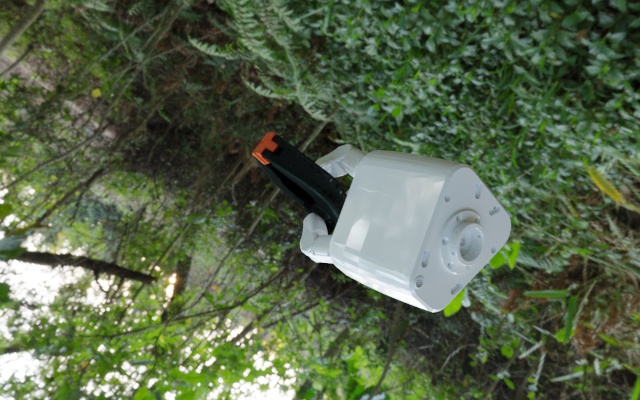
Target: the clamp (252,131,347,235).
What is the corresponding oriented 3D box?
[{"bbox_3d":[-0.001,0.002,0.526,0.210,0.036,0.164,41,-16,-30],"label":"clamp"}]
